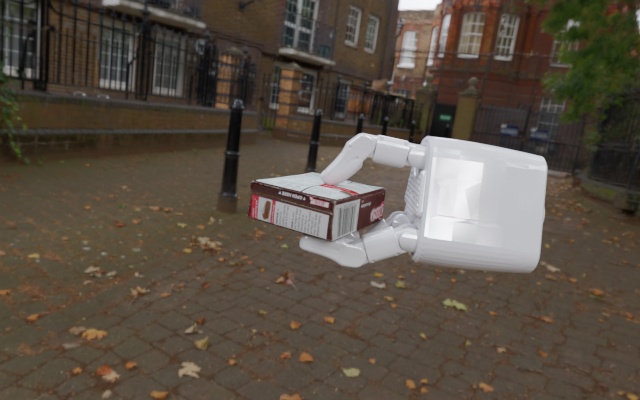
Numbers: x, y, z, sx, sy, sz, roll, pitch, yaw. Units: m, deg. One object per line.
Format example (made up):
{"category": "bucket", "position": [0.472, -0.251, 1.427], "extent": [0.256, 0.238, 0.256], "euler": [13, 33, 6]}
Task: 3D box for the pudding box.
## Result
{"category": "pudding box", "position": [0.000, 0.001, 0.454], "extent": [0.090, 0.039, 0.113], "euler": [13, 12, 27]}
